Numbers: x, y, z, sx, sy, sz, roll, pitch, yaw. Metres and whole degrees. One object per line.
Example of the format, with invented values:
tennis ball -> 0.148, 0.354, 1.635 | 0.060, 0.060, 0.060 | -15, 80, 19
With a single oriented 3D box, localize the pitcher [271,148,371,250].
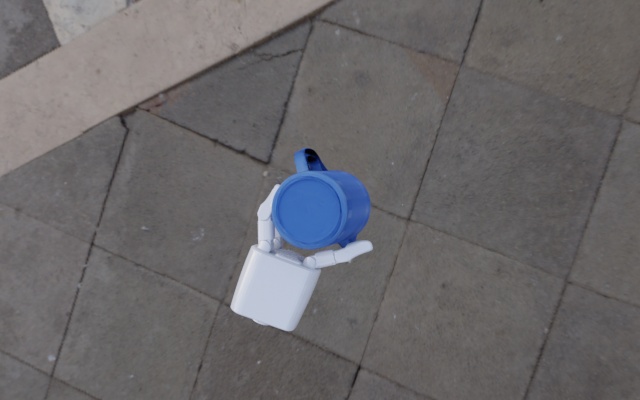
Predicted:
pitcher -> 0.000, 0.003, 0.759 | 0.149, 0.145, 0.243 | 25, 4, 9
